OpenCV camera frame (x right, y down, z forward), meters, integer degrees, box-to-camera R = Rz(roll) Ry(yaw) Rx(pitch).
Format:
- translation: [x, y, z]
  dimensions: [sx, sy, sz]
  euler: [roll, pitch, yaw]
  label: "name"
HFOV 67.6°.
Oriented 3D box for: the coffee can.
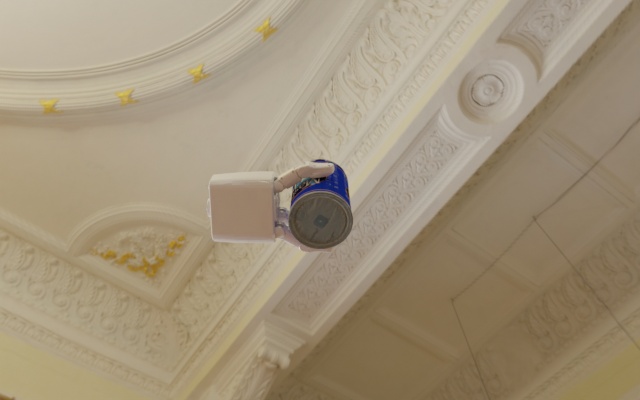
- translation: [0.000, 0.003, 0.812]
  dimensions: [0.103, 0.103, 0.140]
  euler: [0, 27, 0]
  label: "coffee can"
